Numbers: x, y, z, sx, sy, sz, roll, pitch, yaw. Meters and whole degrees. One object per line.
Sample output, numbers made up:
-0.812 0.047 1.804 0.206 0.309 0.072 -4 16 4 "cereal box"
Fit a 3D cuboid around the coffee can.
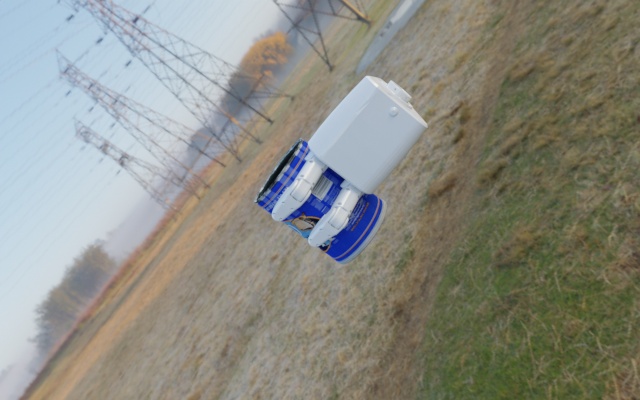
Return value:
0.000 0.002 0.621 0.140 0.103 0.103 36 -9 -12 "coffee can"
